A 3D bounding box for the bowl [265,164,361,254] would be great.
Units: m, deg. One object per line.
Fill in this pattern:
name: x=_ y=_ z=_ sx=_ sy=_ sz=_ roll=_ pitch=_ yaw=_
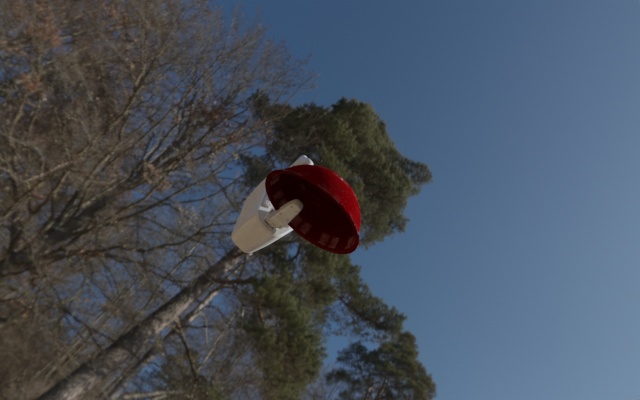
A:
bowl: x=0.001 y=0.002 z=0.681 sx=0.162 sy=0.162 sz=0.055 roll=0 pitch=42 yaw=52
